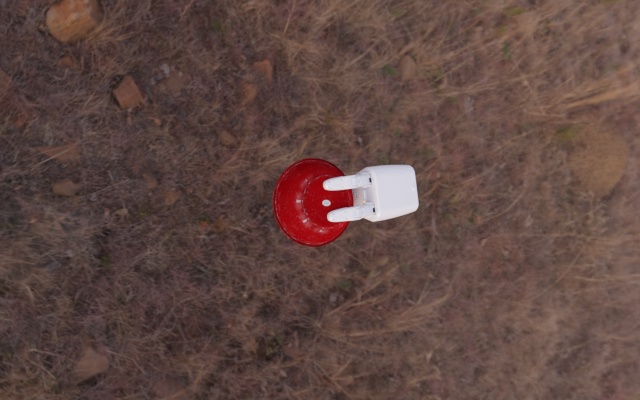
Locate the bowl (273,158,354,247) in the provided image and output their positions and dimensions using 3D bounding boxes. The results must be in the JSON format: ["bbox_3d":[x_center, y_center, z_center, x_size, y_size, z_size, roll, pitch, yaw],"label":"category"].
[{"bbox_3d":[-0.001,0.003,0.840,0.162,0.162,0.055,0,-1,-25],"label":"bowl"}]
